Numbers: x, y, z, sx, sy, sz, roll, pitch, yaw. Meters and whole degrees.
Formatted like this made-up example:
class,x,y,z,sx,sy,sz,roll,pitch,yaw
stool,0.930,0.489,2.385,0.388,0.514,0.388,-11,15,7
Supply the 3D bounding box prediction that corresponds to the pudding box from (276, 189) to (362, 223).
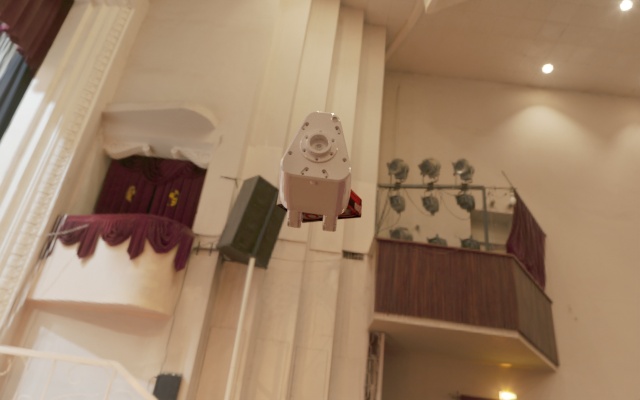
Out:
class,x,y,z,sx,sy,sz,roll,pitch,yaw
pudding box,0.000,0.002,0.772,0.113,0.039,0.090,-5,-24,27
